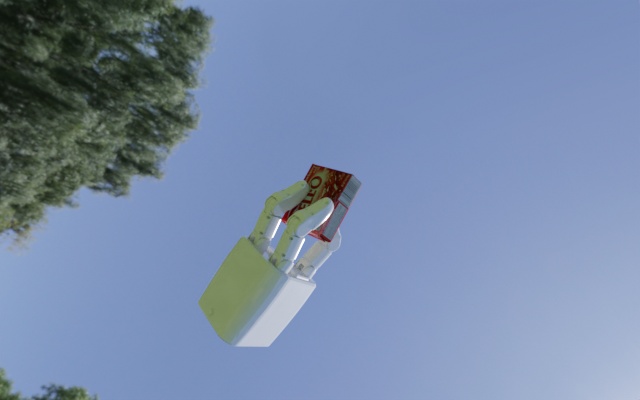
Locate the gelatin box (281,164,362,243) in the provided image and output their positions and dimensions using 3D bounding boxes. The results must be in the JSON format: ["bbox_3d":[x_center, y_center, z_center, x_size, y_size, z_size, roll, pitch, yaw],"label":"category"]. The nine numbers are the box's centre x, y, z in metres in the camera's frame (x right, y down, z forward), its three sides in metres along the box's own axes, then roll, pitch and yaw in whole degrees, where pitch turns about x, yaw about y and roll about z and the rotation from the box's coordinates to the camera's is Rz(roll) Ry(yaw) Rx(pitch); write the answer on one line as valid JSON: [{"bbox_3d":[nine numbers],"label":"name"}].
[{"bbox_3d":[0.001,0.002,0.608,0.073,0.089,0.030,19,-16,44],"label":"gelatin box"}]
